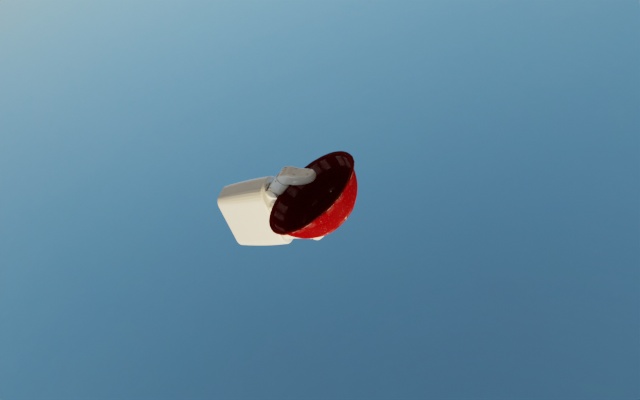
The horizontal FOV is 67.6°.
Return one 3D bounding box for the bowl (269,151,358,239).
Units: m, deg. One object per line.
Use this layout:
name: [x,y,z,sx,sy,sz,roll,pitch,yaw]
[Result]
bowl: [0.001,0.003,0.715,0.055,0.162,0.162,46,-25,-27]
